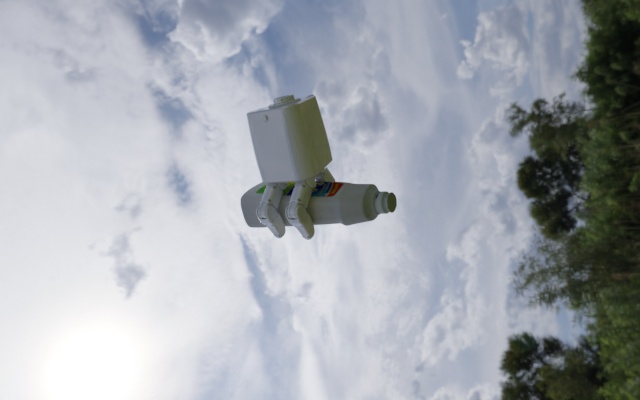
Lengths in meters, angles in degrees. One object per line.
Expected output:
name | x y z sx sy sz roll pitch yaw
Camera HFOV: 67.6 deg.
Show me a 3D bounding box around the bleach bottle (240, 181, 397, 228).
bleach bottle | 0.000 0.002 0.724 0.251 0.068 0.102 -2 20 36
